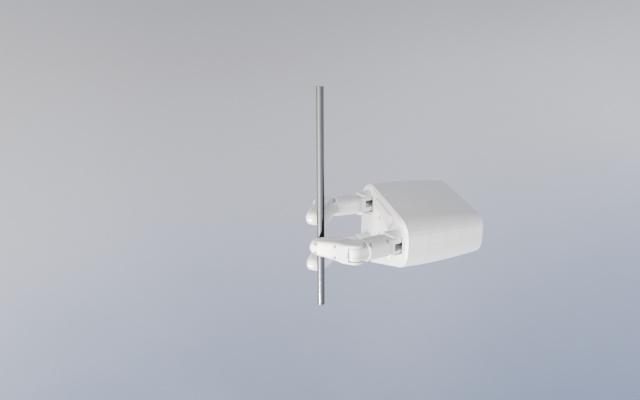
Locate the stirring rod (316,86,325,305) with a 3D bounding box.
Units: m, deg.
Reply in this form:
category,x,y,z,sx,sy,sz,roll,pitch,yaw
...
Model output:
category,x,y,z,sx,sy,sz,roll,pitch,yaw
stirring rod,0.000,0.002,0.510,0.011,0.239,0.011,0,16,0
